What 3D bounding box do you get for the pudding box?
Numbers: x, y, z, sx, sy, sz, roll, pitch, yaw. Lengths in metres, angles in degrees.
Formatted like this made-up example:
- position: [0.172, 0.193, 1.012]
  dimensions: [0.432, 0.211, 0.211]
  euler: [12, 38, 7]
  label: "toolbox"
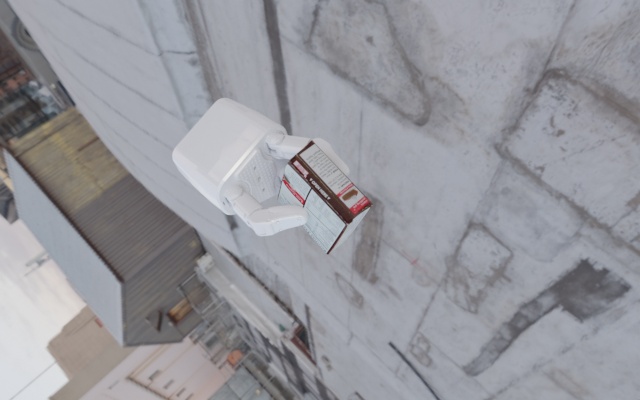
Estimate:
- position: [0.000, 0.002, 0.506]
  dimensions: [0.039, 0.090, 0.113]
  euler: [-41, -9, -20]
  label: "pudding box"
